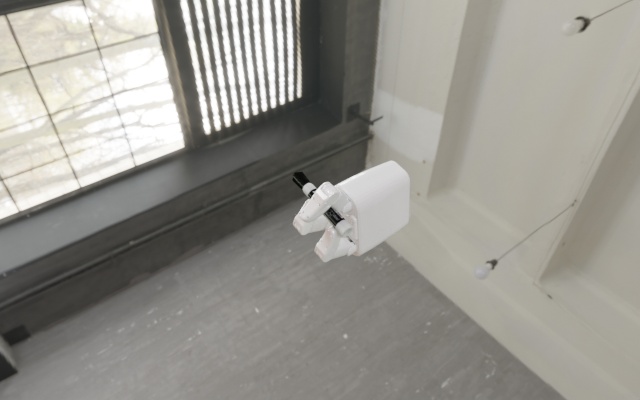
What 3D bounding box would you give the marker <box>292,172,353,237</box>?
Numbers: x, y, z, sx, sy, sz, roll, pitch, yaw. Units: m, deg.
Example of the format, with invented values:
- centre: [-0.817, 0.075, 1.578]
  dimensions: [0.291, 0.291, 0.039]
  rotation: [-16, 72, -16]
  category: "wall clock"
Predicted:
- centre: [0.000, 0.002, 0.654]
  dimensions: [0.020, 0.020, 0.121]
  rotation: [0, 41, -52]
  category: "marker"
